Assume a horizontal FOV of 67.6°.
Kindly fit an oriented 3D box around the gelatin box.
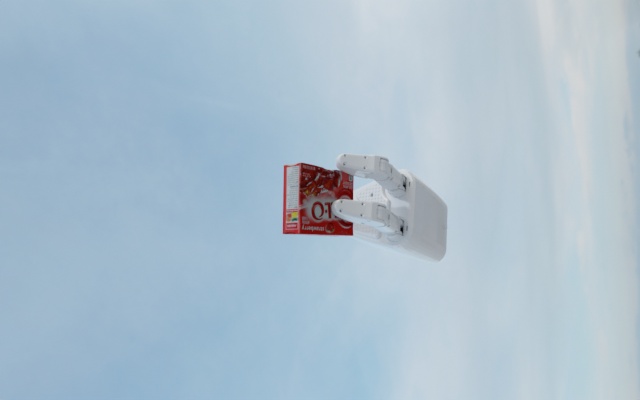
[{"bbox_3d":[0.000,0.002,0.515,0.030,0.073,0.089,-4,-8,42],"label":"gelatin box"}]
